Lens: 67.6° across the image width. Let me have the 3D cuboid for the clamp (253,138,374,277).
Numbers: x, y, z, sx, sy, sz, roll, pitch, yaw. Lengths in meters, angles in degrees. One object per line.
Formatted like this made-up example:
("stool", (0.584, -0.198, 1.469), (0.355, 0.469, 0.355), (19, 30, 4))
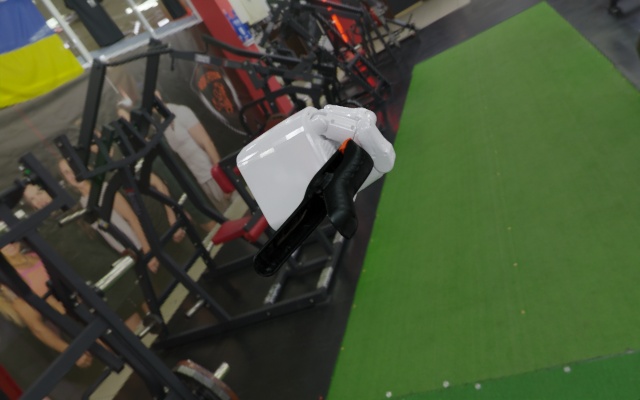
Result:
("clamp", (0.000, 0.001, 0.451), (0.120, 0.039, 0.171), (-27, 20, 30))
